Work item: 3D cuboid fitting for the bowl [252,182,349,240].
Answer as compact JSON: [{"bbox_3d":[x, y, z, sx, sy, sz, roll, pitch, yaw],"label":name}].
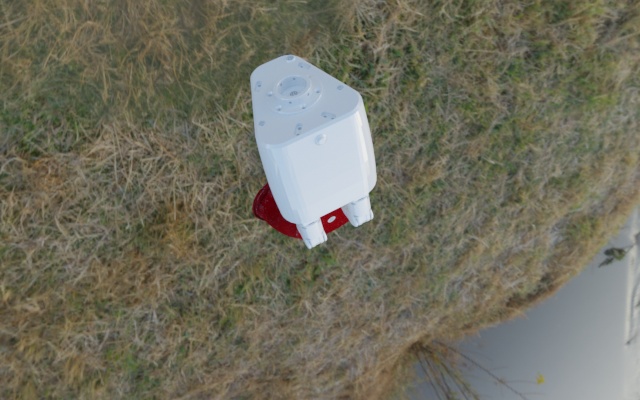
[{"bbox_3d":[0.001,0.003,0.592,0.162,0.055,0.162,-25,-21,-10],"label":"bowl"}]
